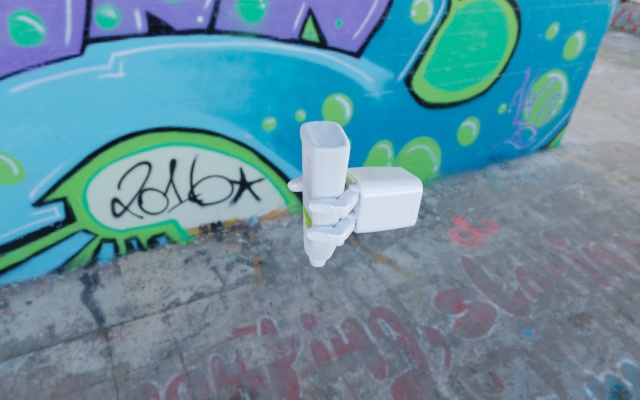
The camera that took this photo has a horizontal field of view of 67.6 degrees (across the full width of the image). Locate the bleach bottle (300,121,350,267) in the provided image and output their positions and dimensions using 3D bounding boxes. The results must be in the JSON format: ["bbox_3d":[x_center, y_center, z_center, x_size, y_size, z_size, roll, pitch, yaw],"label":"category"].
[{"bbox_3d":[0.000,0.003,0.796,0.068,0.251,0.102,-5,36,-12],"label":"bleach bottle"}]
